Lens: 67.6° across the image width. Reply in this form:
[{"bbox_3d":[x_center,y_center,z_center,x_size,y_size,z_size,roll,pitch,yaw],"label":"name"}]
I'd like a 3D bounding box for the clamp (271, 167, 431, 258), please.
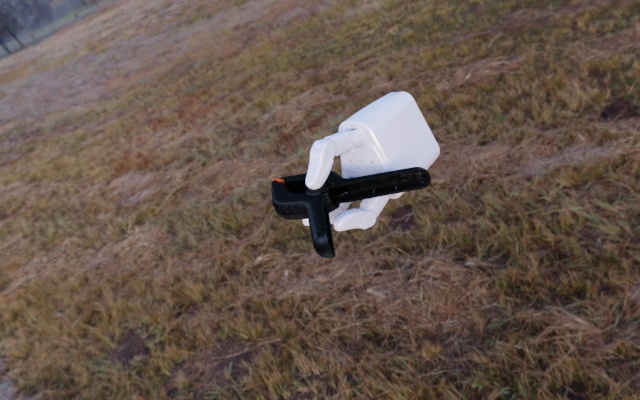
[{"bbox_3d":[0.000,0.001,0.560,0.210,0.036,0.164,7,34,45],"label":"clamp"}]
